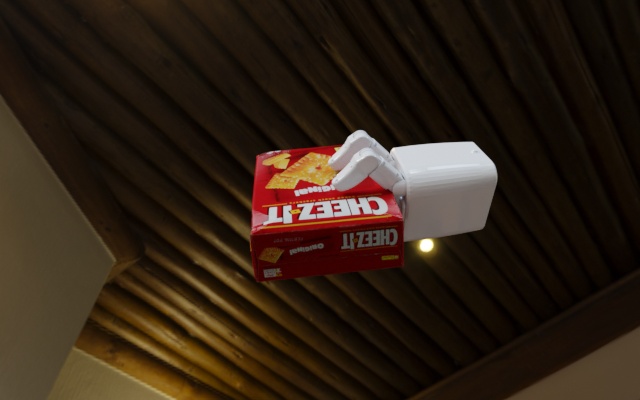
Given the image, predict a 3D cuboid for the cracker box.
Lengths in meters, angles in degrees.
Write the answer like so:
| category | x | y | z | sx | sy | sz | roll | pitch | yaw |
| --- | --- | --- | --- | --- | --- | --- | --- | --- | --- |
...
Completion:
| category | x | y | z | sx | sy | sz | roll | pitch | yaw |
| --- | --- | --- | --- | --- | --- | --- | --- | --- | --- |
| cracker box | 0.000 | 0.002 | 0.594 | 0.164 | 0.072 | 0.213 | -6 | 29 | -2 |
